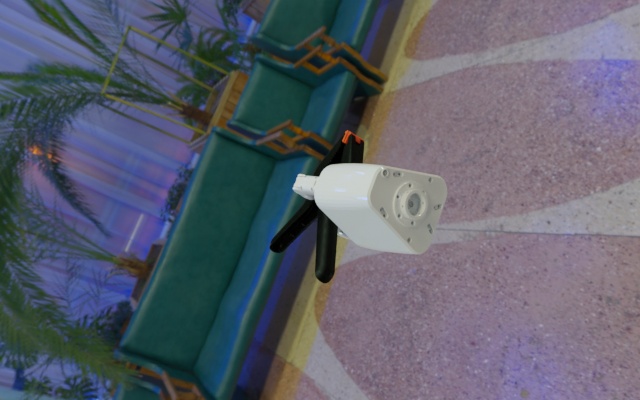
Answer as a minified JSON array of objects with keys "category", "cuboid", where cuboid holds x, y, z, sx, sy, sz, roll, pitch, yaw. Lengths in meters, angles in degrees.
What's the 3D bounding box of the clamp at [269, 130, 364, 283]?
[{"category":"clamp","cuboid":[0.000,0.001,0.675,0.036,0.210,0.164,27,-11,-31]}]
